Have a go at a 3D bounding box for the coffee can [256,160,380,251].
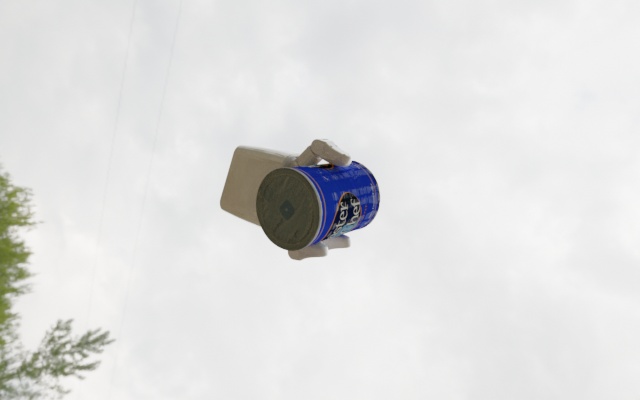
[{"bbox_3d":[0.000,0.002,0.633,0.103,0.103,0.140,0,8,38],"label":"coffee can"}]
